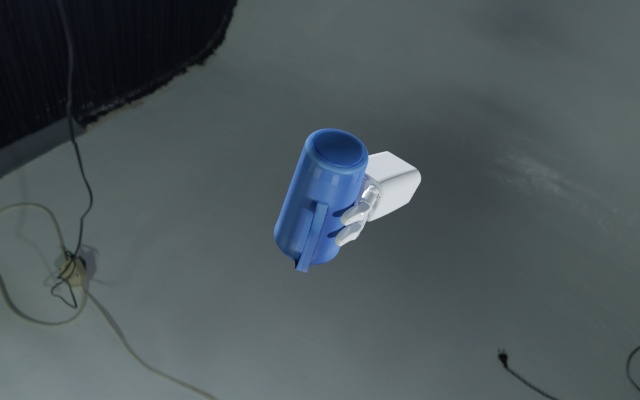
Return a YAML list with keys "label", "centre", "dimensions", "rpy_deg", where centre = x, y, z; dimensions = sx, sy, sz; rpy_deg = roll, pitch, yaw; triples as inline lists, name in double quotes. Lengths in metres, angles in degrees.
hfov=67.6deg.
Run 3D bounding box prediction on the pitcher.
- label: "pitcher"
  centre: [0.000, 0.003, 0.847]
  dimensions: [0.145, 0.149, 0.243]
  rpy_deg: [-20, -33, -32]
